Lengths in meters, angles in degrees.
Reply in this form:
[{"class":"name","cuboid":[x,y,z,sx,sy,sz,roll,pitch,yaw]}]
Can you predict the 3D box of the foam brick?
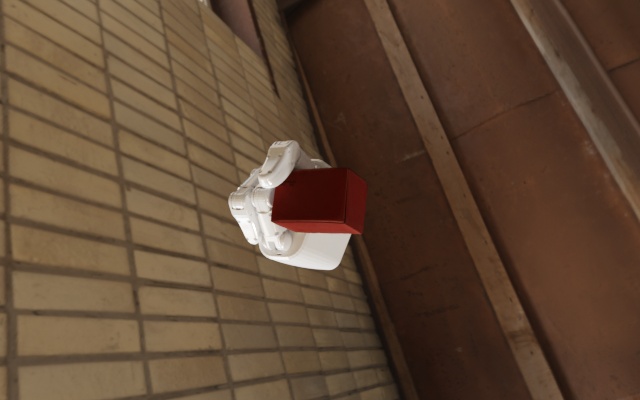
[{"class":"foam brick","cuboid":[0.000,0.002,0.458,0.078,0.053,0.051,0,-15,27]}]
